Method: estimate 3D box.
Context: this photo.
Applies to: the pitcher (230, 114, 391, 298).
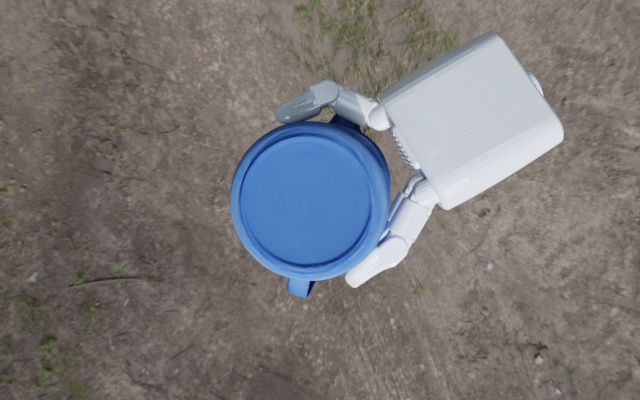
[{"bbox_3d":[0.000,0.001,0.429,0.145,0.149,0.243,-30,2,8],"label":"pitcher"}]
